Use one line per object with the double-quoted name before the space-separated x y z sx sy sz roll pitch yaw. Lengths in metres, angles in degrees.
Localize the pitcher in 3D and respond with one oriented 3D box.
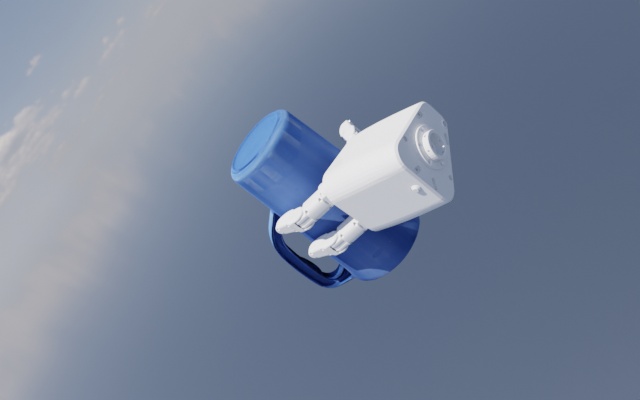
"pitcher" 0.000 0.002 0.632 0.243 0.149 0.145 37 -38 -26
